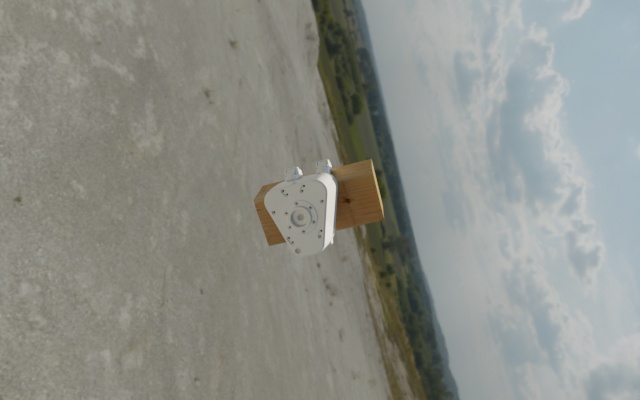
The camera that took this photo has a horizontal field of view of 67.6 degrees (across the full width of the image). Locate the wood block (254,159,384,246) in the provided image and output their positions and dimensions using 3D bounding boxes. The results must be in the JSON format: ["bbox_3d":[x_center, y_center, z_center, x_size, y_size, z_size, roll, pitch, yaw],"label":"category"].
[{"bbox_3d":[0.000,0.003,0.841,0.206,0.091,0.090,-13,18,9],"label":"wood block"}]
